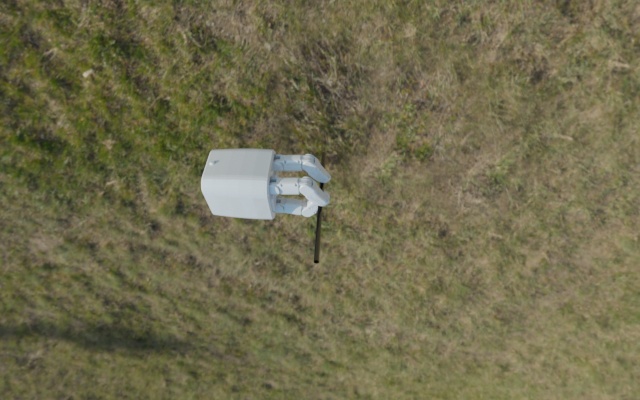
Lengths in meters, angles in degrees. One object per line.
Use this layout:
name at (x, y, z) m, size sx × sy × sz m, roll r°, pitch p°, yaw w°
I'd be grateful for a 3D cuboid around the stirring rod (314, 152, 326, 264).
stirring rod at (0.000, 0.002, 0.769) m, size 0.011 × 0.239 × 0.011 m, roll 2°, pitch -44°, yaw 2°
